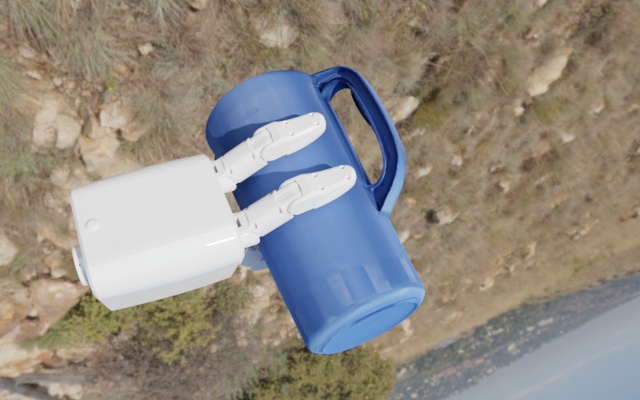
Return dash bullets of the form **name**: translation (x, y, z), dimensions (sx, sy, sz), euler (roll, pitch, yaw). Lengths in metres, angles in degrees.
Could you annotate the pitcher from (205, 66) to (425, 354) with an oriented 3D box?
- **pitcher**: translation (0.000, 0.002, 0.437), dimensions (0.145, 0.242, 0.149), euler (-15, -29, -22)
